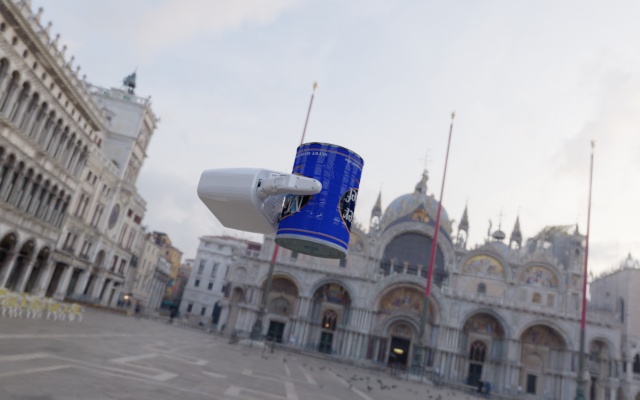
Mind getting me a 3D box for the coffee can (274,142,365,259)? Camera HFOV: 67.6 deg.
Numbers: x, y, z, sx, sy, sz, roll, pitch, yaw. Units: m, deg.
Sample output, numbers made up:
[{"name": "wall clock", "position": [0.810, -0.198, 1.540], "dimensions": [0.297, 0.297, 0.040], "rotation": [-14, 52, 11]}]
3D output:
[{"name": "coffee can", "position": [0.000, 0.002, 0.678], "dimensions": [0.103, 0.140, 0.103], "rotation": [11, -16, 3]}]
